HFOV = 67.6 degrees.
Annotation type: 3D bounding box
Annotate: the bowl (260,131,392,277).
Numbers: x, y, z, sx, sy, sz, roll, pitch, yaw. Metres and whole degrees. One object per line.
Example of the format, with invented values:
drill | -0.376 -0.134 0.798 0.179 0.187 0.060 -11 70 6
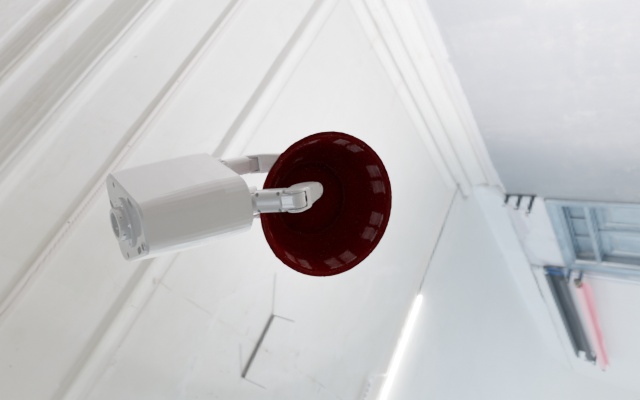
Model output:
bowl | 0.001 0.002 0.544 0.162 0.162 0.055 0 9 -25
